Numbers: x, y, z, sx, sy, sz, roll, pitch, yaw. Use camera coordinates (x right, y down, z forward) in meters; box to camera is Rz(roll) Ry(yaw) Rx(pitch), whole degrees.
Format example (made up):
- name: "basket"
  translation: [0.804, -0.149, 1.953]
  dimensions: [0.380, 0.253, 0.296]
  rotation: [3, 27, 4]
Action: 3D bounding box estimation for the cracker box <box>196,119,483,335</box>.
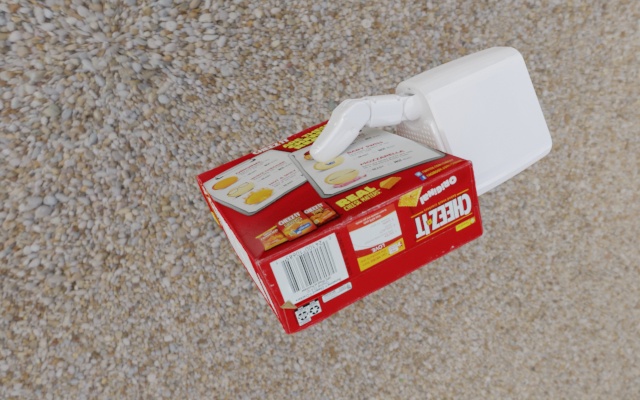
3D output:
- name: "cracker box"
  translation: [0.000, 0.001, 0.406]
  dimensions: [0.164, 0.072, 0.213]
  rotation: [-25, 25, -15]
